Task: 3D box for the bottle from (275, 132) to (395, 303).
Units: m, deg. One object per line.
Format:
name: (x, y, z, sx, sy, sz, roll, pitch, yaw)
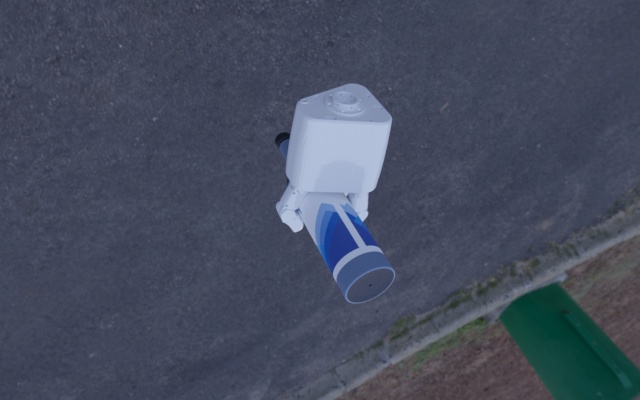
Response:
bottle: (0.000, 0.002, 0.651, 0.069, 0.069, 0.295, 0, 42, -32)
